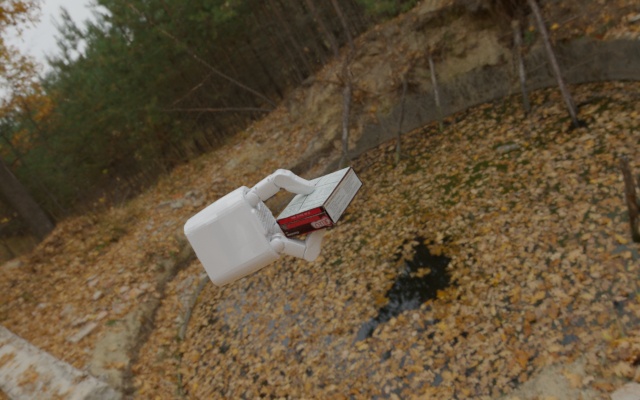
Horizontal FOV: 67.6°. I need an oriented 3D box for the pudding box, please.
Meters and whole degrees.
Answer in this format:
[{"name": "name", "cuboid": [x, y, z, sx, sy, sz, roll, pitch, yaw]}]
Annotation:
[{"name": "pudding box", "cuboid": [0.000, 0.002, 0.688, 0.090, 0.039, 0.113, -17, 25, 37]}]
